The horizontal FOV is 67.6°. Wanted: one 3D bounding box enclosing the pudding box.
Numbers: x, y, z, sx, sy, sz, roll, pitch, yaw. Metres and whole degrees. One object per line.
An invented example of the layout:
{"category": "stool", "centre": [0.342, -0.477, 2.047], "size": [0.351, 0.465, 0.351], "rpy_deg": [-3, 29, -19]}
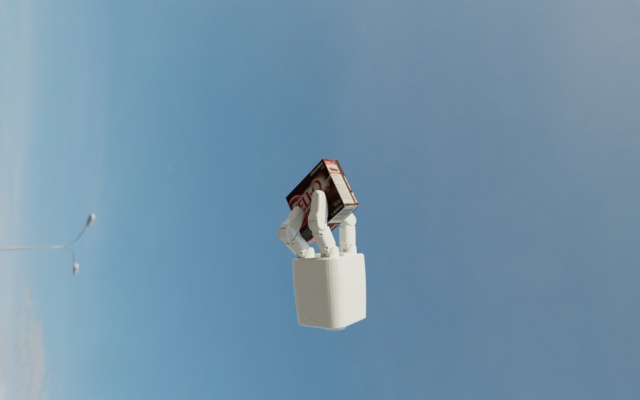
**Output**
{"category": "pudding box", "centre": [0.000, 0.003, 0.755], "size": [0.039, 0.090, 0.113], "rpy_deg": [1, -35, -45]}
